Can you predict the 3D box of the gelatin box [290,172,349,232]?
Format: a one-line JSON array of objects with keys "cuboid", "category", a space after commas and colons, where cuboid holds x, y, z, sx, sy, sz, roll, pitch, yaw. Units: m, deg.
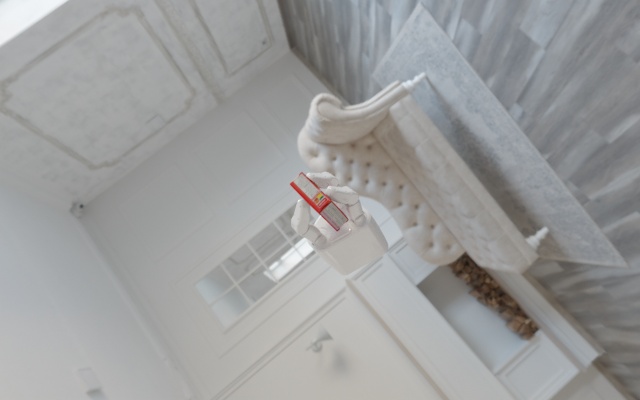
[{"cuboid": [0.000, 0.003, 0.735, 0.073, 0.030, 0.089, 45, 0, 30], "category": "gelatin box"}]
